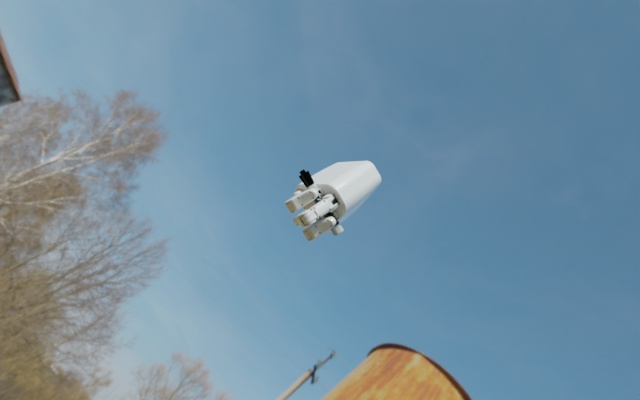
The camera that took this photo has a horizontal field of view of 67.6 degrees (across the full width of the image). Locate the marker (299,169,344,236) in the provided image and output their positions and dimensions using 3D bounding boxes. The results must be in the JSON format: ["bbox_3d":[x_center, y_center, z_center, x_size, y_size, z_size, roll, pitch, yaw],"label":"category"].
[{"bbox_3d":[0.000,0.003,0.786,0.020,0.121,0.020,-31,6,3],"label":"marker"}]
